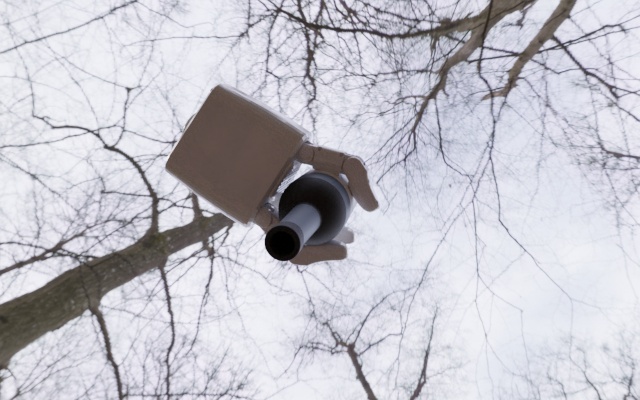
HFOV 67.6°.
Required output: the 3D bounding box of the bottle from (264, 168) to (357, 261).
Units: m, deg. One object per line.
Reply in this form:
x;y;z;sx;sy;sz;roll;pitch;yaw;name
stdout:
0.000;0.002;0.486;0.069;0.069;0.295;0;12;11;bottle
